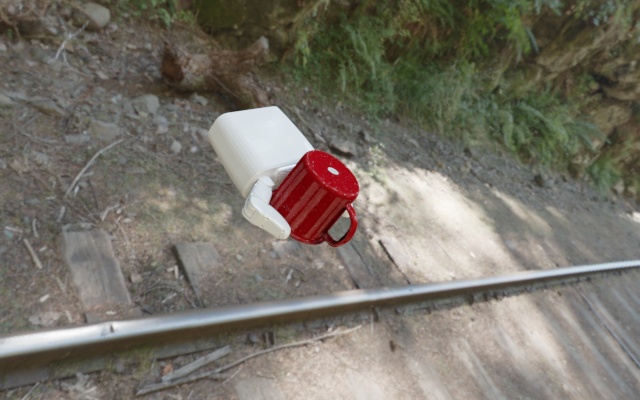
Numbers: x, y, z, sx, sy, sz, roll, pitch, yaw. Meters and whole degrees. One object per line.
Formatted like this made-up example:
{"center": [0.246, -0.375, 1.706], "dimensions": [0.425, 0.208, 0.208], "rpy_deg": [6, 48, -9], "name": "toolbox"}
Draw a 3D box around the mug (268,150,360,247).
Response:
{"center": [0.001, 0.003, 0.576], "dimensions": [0.093, 0.117, 0.081], "rpy_deg": [-5, -38, -53], "name": "mug"}
